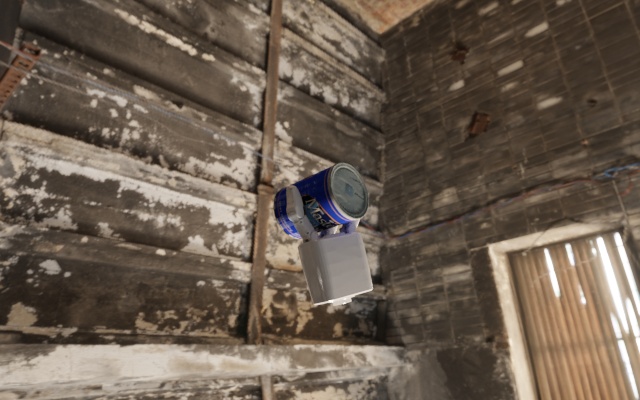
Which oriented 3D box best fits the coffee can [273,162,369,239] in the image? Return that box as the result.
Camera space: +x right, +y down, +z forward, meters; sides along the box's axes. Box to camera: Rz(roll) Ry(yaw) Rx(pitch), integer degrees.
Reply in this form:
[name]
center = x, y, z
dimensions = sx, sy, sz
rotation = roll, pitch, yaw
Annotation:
[coffee can]
center = 0.000, 0.003, 0.853
dimensions = 0.140, 0.102, 0.103
rotation = -22, -14, 39
